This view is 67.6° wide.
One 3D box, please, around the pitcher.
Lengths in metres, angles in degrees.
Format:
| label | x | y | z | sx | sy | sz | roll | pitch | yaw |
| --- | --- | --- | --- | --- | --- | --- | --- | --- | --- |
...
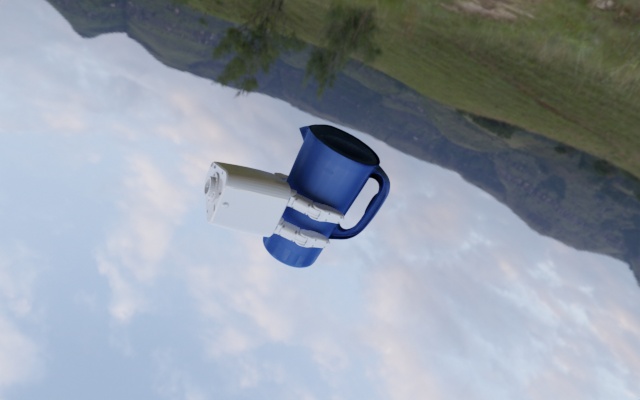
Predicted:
| label | x | y | z | sx | sy | sz | roll | pitch | yaw |
| --- | --- | --- | --- | --- | --- | --- | --- | --- | --- |
| pitcher | 0.000 | 0.003 | 0.834 | 0.145 | 0.243 | 0.149 | 14 | 28 | -29 |
